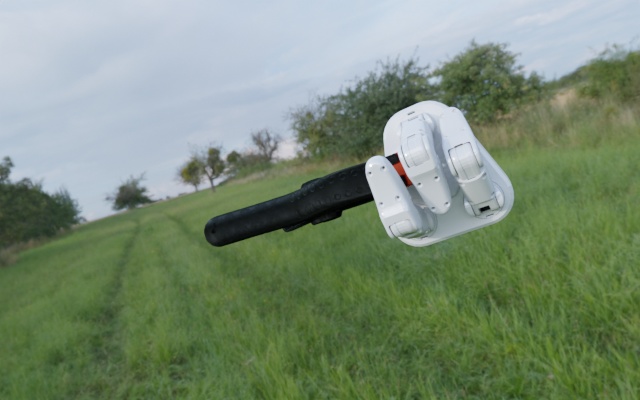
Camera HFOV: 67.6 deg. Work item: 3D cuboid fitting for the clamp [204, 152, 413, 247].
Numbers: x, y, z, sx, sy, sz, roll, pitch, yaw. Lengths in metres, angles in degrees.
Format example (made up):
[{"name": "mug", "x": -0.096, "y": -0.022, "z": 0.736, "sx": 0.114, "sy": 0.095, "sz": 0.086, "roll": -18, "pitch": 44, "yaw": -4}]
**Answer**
[{"name": "clamp", "x": 0.000, "y": 0.001, "z": 0.406, "sx": 0.171, "sy": 0.039, "sz": 0.120, "roll": -17, "pitch": 0, "yaw": 21}]
